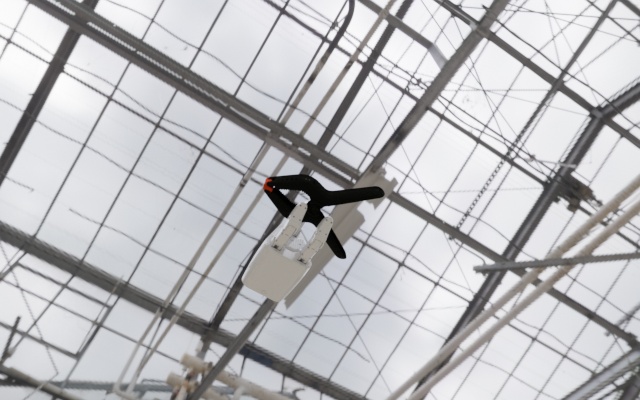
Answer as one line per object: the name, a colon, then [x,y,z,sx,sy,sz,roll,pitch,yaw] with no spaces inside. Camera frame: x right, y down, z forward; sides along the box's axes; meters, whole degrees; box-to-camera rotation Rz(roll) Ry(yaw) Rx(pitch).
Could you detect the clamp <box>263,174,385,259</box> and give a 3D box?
clamp: [0.000,0.002,0.866,0.210,0.165,0.036,30,24,-12]
